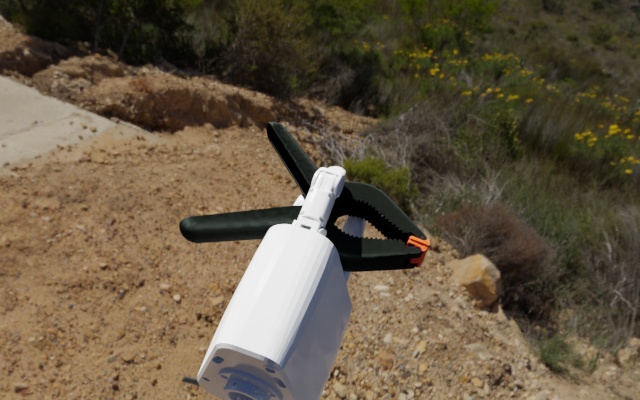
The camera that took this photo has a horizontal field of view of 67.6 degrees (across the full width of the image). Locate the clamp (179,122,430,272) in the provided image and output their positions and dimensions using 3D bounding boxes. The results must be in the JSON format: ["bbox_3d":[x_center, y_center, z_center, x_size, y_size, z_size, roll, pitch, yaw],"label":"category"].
[{"bbox_3d":[0.001,0.001,0.446,0.210,0.164,0.036,17,-39,9],"label":"clamp"}]
